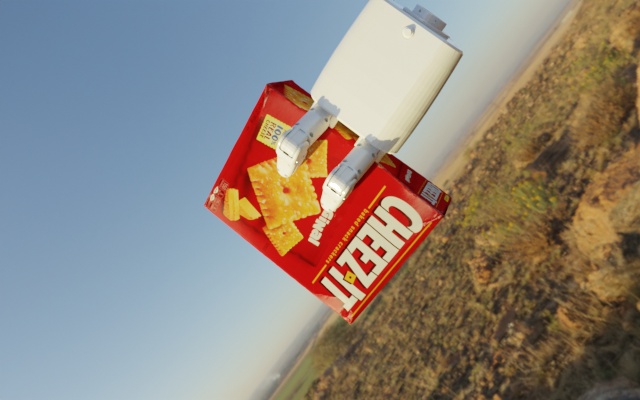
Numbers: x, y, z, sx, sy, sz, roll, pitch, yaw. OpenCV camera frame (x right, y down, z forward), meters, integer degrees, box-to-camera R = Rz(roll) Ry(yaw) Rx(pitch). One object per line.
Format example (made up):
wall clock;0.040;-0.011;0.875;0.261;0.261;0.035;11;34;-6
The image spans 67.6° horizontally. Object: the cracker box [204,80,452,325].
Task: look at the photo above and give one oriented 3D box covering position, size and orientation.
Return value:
cracker box;0.000;0.002;0.508;0.213;0.164;0.072;38;26;7
